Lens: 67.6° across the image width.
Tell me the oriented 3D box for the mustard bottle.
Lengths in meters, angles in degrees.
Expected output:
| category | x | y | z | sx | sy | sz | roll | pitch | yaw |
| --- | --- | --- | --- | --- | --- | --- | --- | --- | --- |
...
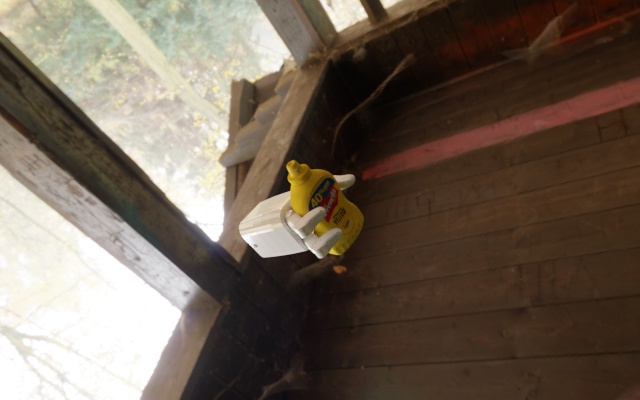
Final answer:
| category | x | y | z | sx | sy | sz | roll | pitch | yaw |
| --- | --- | --- | --- | --- | --- | --- | --- | --- | --- |
| mustard bottle | 0.001 | 0.003 | 0.841 | 0.058 | 0.096 | 0.192 | 8 | -36 | 49 |
